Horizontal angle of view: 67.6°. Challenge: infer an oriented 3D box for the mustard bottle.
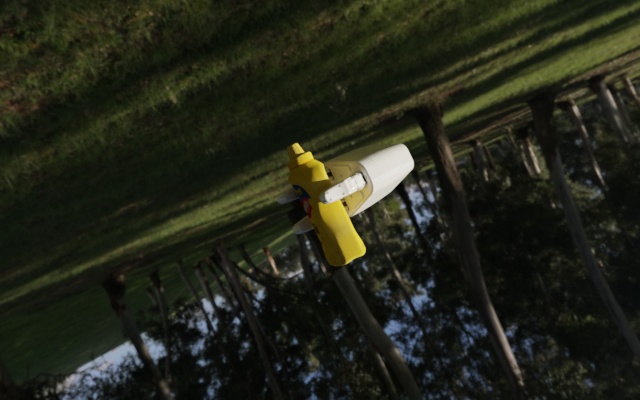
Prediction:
[{"bbox_3d":[0.000,0.003,0.720,0.058,0.191,0.096,-26,1,-9],"label":"mustard bottle"}]
